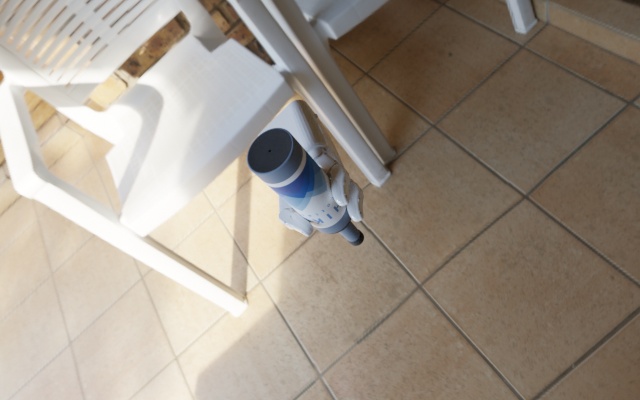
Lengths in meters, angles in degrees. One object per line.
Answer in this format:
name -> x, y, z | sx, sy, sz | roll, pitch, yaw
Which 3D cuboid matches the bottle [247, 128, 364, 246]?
bottle -> 0.000, 0.002, 0.696 | 0.069, 0.069, 0.296 | 0, -25, 28
